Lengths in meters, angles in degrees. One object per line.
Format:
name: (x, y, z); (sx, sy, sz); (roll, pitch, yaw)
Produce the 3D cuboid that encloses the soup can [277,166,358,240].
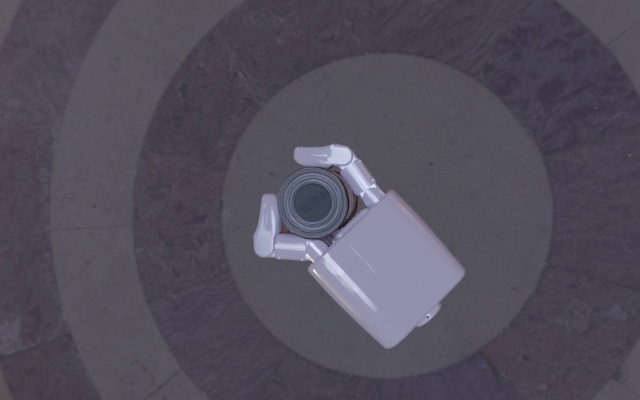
soup can: (0.000, 0.001, 0.477); (0.068, 0.068, 0.102); (0, 1, 9)
